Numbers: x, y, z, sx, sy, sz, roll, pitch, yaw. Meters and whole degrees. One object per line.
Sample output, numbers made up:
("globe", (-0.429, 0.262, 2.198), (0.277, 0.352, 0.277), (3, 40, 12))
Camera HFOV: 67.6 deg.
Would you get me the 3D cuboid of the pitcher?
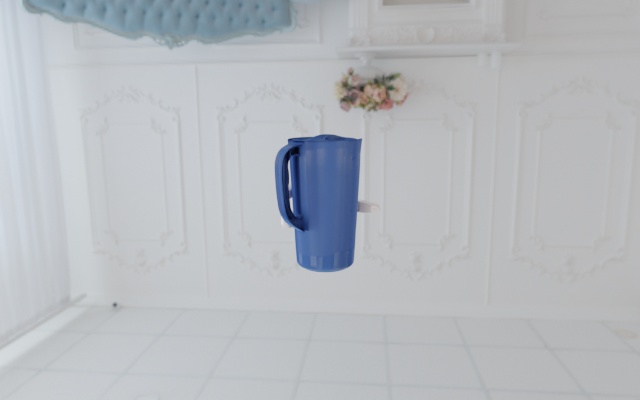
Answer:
("pitcher", (0.000, 0.003, 0.866), (0.149, 0.243, 0.145), (0, 10, 2))
